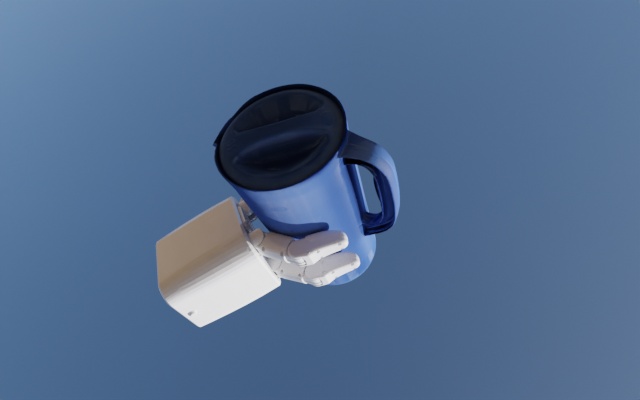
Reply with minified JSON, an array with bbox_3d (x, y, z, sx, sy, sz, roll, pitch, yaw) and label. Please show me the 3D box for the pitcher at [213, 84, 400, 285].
[{"bbox_3d":[0.000,0.002,0.536,0.145,0.149,0.243,-30,-38,-3],"label":"pitcher"}]
